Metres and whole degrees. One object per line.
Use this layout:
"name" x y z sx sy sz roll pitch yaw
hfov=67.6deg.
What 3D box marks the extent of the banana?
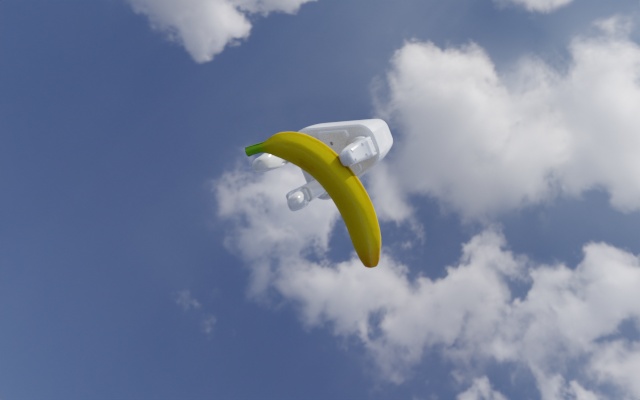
"banana" 0.010 -0.013 0.532 0.070 0.198 0.037 -47 -2 21
